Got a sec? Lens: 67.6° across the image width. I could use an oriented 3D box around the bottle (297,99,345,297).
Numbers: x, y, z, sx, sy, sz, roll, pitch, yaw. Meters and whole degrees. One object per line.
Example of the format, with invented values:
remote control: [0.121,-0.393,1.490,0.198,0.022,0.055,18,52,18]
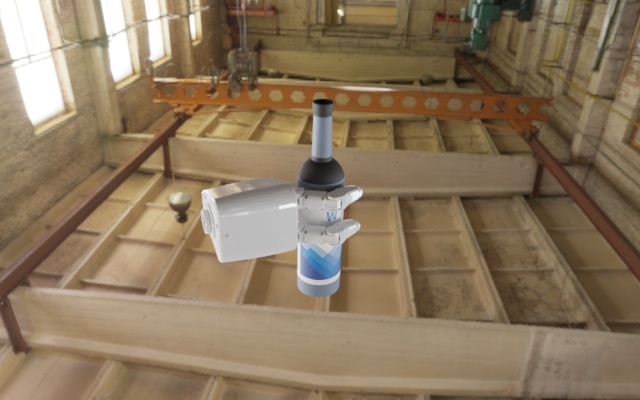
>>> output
bottle: [0.000,0.002,0.684,0.069,0.296,0.069,1,28,-1]
